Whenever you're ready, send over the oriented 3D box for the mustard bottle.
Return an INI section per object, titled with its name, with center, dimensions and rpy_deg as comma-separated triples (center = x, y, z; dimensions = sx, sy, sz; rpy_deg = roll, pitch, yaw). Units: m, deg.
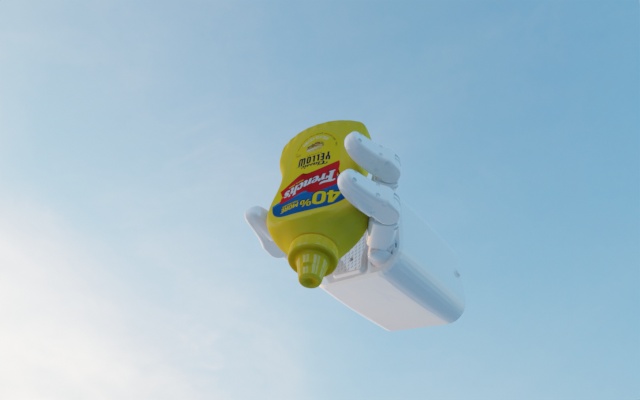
[mustard bottle]
center = 0.000, 0.001, 0.439
dimensions = 0.096, 0.058, 0.191
rpy_deg = -13, 38, 17
